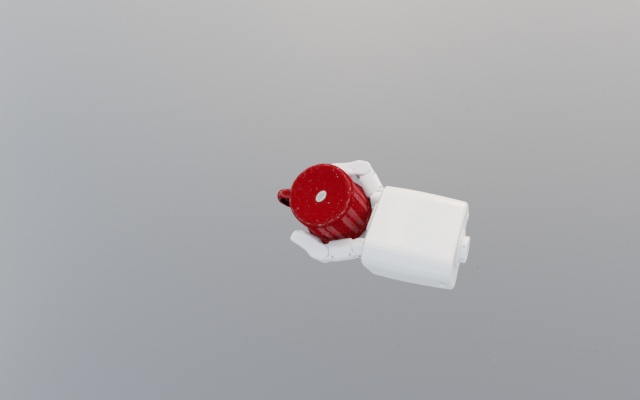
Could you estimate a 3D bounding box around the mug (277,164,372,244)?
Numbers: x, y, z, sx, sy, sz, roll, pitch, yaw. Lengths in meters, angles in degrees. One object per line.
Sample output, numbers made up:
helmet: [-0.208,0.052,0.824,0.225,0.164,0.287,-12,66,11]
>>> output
mug: [-0.001,0.002,0.606,0.117,0.093,0.081,11,-13,21]
